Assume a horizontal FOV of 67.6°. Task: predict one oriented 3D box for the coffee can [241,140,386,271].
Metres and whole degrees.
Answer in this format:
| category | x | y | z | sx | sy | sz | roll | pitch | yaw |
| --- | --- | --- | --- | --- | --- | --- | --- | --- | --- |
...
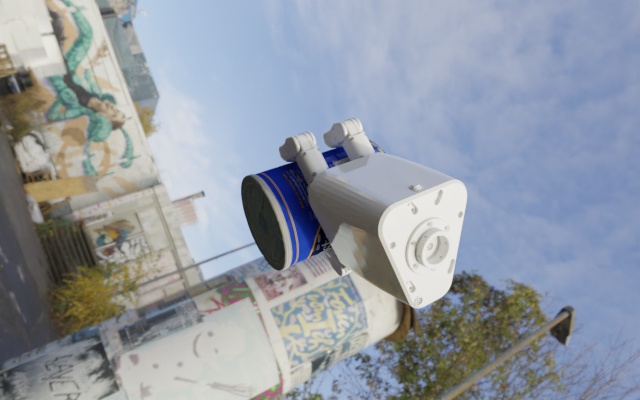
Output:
| category | x | y | z | sx | sy | sz | roll | pitch | yaw |
| --- | --- | --- | --- | --- | --- | --- | --- | --- | --- |
| coffee can | 0.000 | 0.002 | 0.511 | 0.140 | 0.103 | 0.103 | -21 | 9 | -24 |
